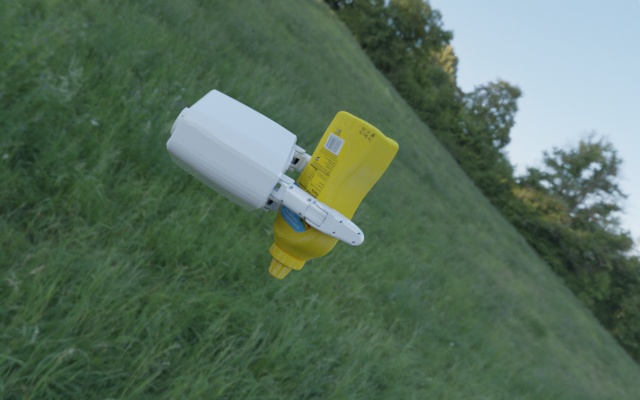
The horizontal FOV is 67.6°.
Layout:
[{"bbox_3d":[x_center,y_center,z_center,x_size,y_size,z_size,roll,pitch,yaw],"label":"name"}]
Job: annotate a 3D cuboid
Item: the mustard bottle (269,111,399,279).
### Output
[{"bbox_3d":[0.000,0.002,0.514,0.058,0.191,0.096,28,8,-34],"label":"mustard bottle"}]
